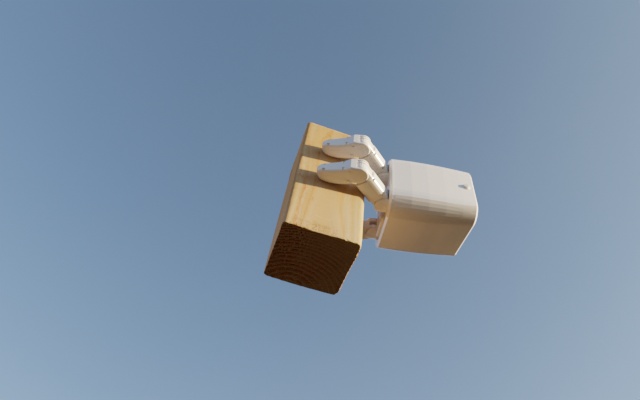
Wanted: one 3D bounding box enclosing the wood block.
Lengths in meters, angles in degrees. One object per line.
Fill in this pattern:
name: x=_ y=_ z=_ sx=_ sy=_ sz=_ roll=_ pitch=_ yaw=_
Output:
wood block: x=0.000 y=0.002 z=0.599 sx=0.090 sy=0.091 sz=0.206 roll=17 pitch=38 yaw=-6
